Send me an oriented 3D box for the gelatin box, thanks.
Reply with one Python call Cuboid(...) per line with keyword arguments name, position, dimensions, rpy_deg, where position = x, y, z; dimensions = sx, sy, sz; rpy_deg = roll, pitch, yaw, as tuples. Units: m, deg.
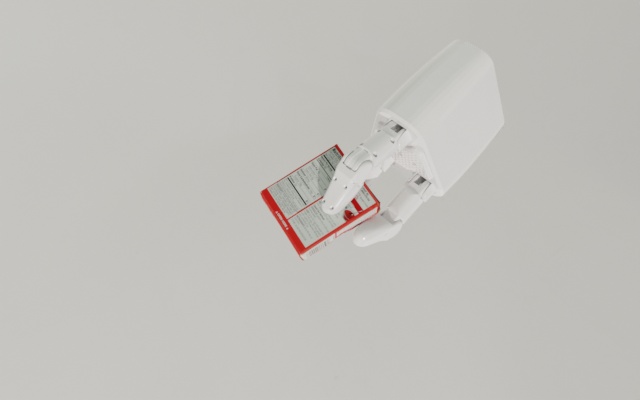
Cuboid(name="gelatin box", position=(0.000, 0.002, 0.448), dimensions=(0.089, 0.073, 0.030), rpy_deg=(-32, -18, -7))
